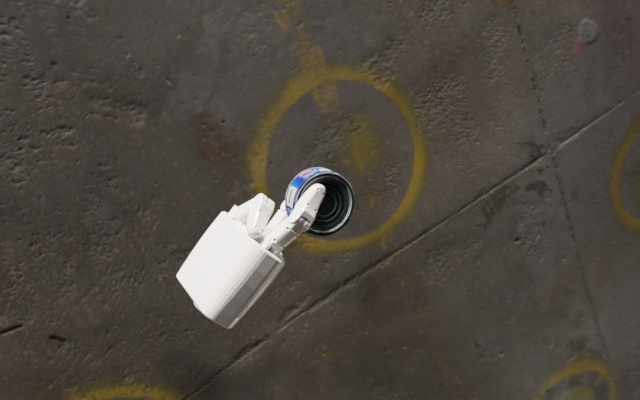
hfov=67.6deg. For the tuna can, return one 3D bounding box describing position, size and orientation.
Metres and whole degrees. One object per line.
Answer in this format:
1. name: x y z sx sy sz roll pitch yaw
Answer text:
1. tuna can: 0.000 0.002 0.609 0.086 0.086 0.033 0 12 -24
